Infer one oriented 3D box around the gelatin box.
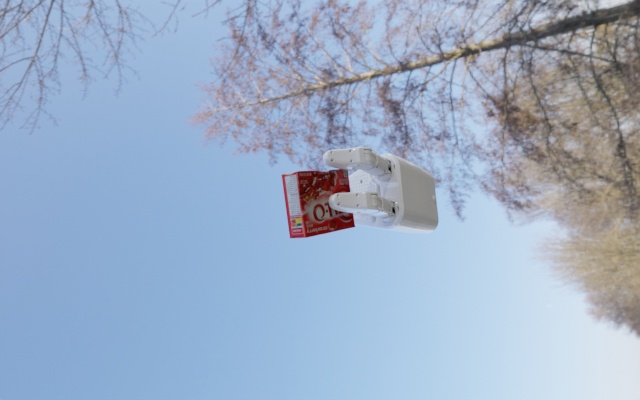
[{"bbox_3d":[0.000,0.002,0.552,0.030,0.073,0.089,-7,0,43],"label":"gelatin box"}]
